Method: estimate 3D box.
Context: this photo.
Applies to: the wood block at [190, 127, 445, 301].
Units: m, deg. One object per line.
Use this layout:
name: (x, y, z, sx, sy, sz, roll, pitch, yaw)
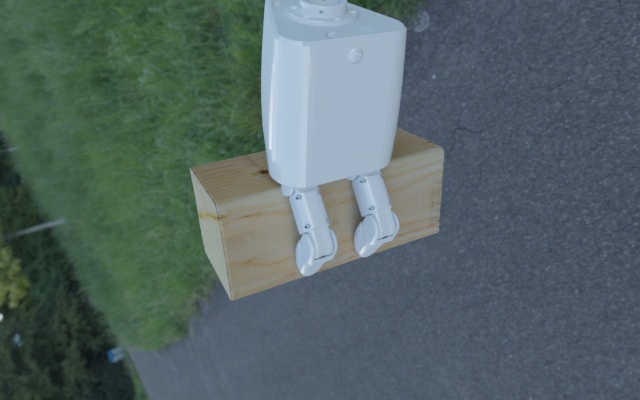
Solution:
wood block: (0.000, 0.001, 0.435, 0.206, 0.090, 0.090, -15, 29, -22)
